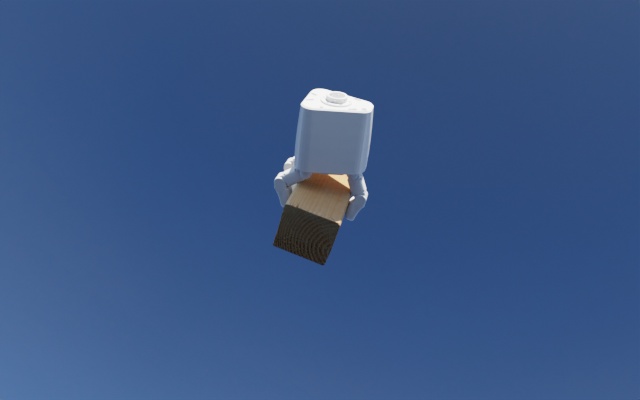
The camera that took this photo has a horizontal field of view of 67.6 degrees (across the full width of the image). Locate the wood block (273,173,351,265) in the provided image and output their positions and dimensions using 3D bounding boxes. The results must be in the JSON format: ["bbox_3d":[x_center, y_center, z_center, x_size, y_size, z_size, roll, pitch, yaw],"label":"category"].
[{"bbox_3d":[0.001,0.002,0.816,0.091,0.090,0.206,21,34,3],"label":"wood block"}]
